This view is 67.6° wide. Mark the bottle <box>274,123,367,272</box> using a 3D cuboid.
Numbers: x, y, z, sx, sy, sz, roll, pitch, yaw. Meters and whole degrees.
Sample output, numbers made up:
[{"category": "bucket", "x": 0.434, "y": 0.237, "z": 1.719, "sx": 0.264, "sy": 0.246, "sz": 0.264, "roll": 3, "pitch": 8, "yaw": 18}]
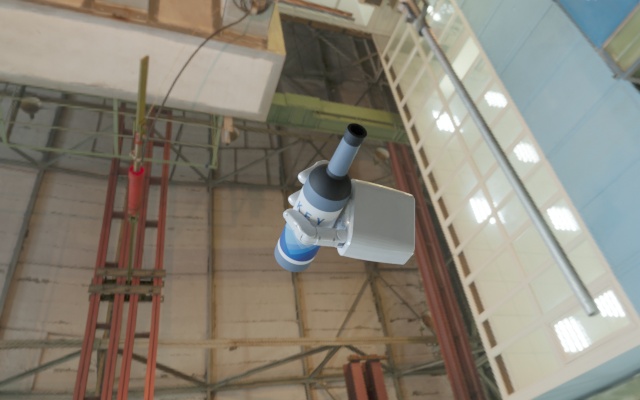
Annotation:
[{"category": "bottle", "x": 0.000, "y": 0.002, "z": 0.710, "sx": 0.069, "sy": 0.069, "sz": 0.296, "roll": 0, "pitch": -38, "yaw": -24}]
